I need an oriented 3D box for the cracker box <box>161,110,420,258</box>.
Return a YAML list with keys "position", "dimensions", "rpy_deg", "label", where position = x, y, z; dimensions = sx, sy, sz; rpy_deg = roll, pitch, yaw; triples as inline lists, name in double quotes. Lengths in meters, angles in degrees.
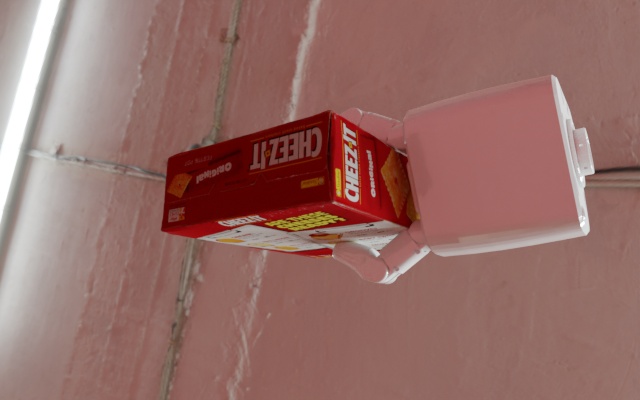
- position: [0.000, 0.002, 0.422]
  dimensions: [0.164, 0.072, 0.214]
  rpy_deg: [-10, -17, 32]
  label: "cracker box"
